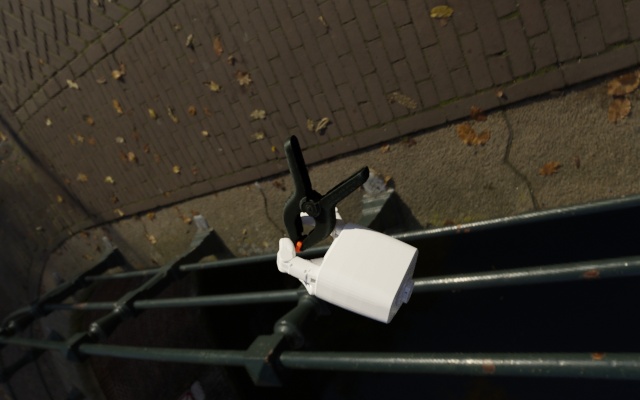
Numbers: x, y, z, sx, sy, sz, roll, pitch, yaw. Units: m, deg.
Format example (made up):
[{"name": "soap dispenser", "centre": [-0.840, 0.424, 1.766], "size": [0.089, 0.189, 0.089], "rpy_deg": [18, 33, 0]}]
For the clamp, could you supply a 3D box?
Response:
[{"name": "clamp", "centre": [0.000, 0.003, 0.658], "size": [0.120, 0.172, 0.039], "rpy_deg": [20, 34, 20]}]
